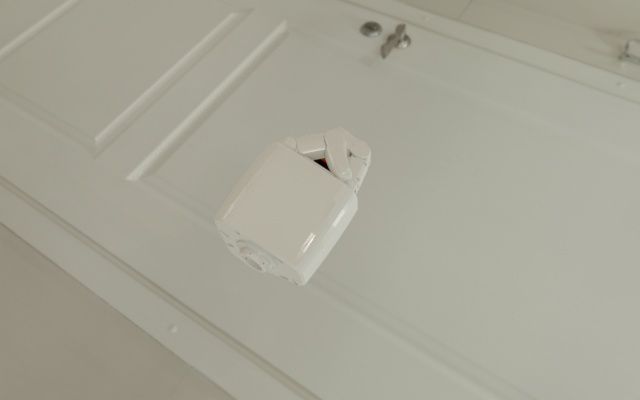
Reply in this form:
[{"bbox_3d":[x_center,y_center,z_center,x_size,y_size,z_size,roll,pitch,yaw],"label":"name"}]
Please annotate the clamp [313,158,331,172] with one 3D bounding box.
[{"bbox_3d":[0.001,0.002,0.609,0.039,0.120,0.172,23,-27,18],"label":"clamp"}]
